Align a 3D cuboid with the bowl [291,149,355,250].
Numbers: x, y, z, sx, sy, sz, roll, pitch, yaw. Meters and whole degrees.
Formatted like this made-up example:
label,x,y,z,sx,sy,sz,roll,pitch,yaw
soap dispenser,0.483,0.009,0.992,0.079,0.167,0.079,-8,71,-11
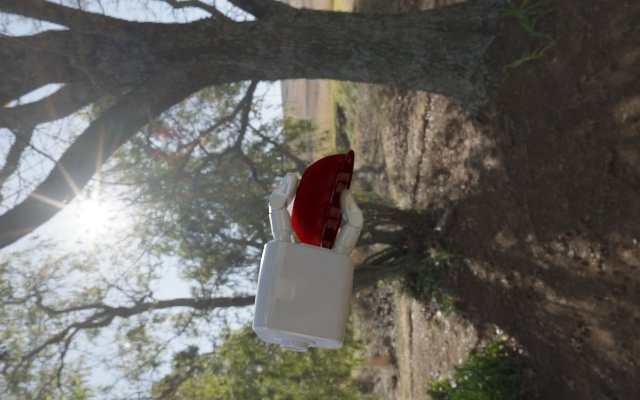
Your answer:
label,x,y,z,sx,sy,sz,roll,pitch,yaw
bowl,0.000,0.001,0.660,0.055,0.162,0.162,16,3,10
